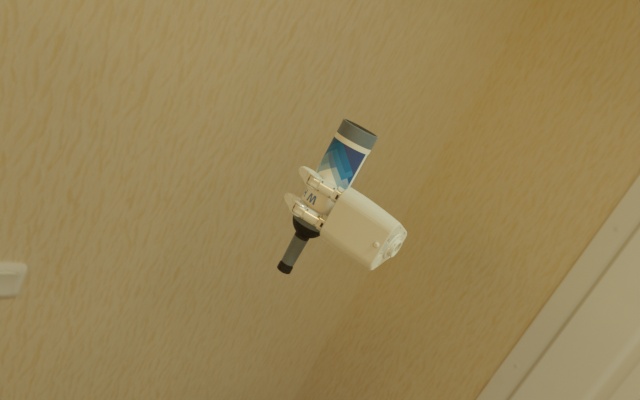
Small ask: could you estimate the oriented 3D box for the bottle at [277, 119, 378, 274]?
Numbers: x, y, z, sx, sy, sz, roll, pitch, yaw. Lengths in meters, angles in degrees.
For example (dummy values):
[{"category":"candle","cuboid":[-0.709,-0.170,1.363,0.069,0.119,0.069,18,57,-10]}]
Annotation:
[{"category":"bottle","cuboid":[0.000,0.002,0.842,0.069,0.296,0.069,27,14,-7]}]
